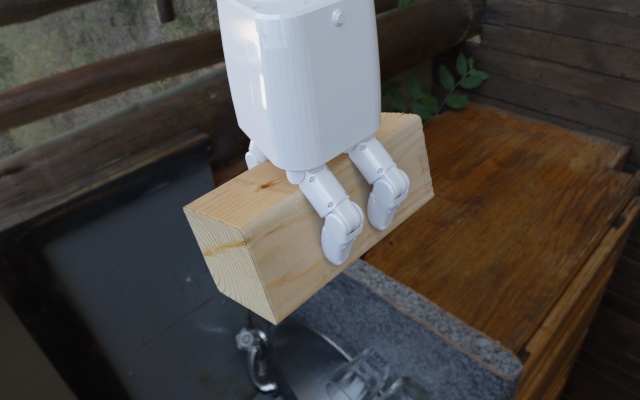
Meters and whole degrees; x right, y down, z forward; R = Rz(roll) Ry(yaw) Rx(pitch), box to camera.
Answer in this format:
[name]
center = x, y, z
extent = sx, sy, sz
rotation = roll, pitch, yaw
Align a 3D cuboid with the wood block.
[wood block]
center = 0.000, 0.001, 0.427
extent = 0.206, 0.090, 0.091
rotation = -34, 31, -32
